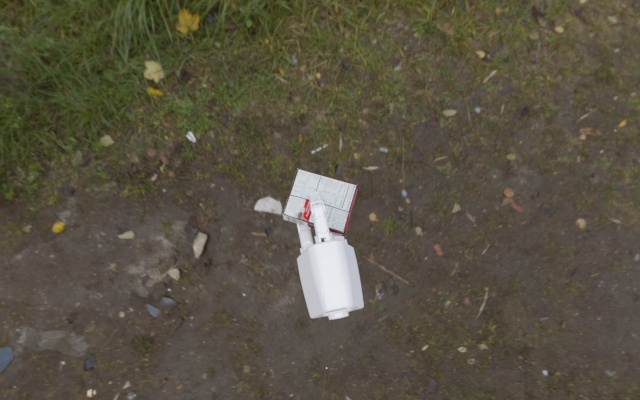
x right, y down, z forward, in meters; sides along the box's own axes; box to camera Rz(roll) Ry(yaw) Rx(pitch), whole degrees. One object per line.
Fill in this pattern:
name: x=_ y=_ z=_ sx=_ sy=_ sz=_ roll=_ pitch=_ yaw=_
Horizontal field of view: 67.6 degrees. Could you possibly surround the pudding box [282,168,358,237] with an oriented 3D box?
pudding box: x=0.000 y=0.003 z=0.825 sx=0.113 sy=0.090 sz=0.039 roll=16 pitch=-14 yaw=4
